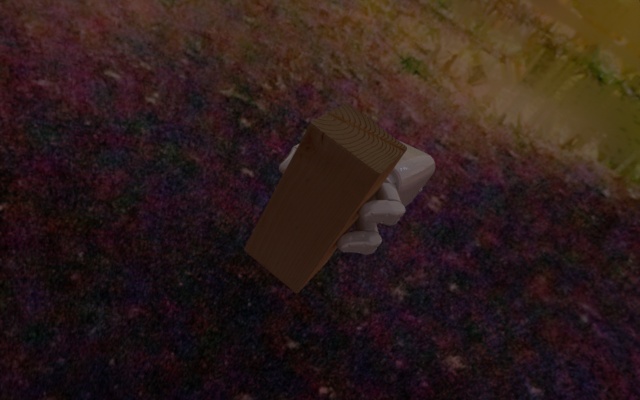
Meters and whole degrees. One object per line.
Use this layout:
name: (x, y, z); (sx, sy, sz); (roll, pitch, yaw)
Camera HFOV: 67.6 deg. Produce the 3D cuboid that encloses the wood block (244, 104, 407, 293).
wood block: (0.000, 0.001, 0.568); (0.091, 0.206, 0.090); (38, 37, 9)
